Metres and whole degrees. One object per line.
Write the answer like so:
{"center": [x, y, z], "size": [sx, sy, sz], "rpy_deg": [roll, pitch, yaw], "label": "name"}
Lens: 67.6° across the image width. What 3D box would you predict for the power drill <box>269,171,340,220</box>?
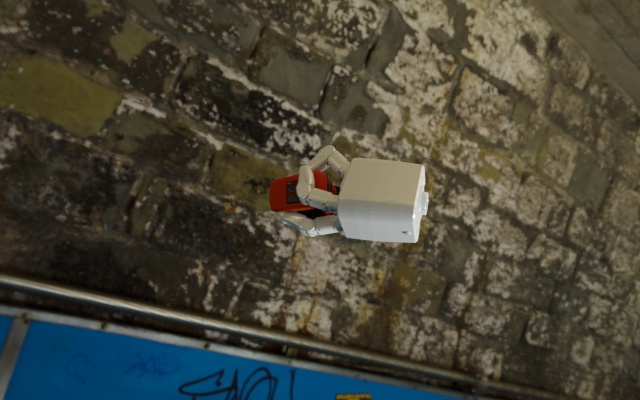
{"center": [0.000, 0.003, 0.802], "size": [0.184, 0.057, 0.188], "rpy_deg": [-11, -14, 32], "label": "power drill"}
